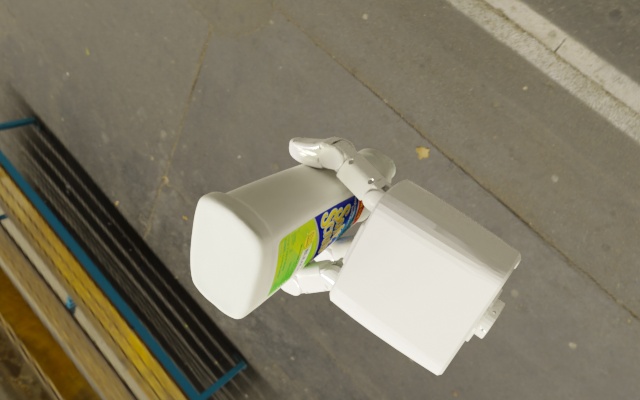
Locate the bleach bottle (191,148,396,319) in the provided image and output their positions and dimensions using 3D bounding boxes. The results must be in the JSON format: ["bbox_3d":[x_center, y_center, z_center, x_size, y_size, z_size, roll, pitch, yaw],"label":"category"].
[{"bbox_3d":[0.000,0.002,0.436,0.068,0.103,0.250,34,39,21],"label":"bleach bottle"}]
